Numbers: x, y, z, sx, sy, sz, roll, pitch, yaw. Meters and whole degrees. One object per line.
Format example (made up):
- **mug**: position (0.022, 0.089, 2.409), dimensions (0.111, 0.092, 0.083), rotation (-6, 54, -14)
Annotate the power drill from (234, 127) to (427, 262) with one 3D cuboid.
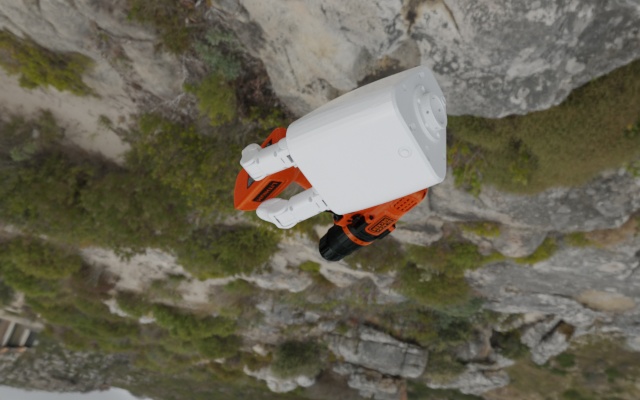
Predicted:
- **power drill**: position (0.000, 0.002, 0.552), dimensions (0.188, 0.057, 0.184), rotation (19, -44, -28)
